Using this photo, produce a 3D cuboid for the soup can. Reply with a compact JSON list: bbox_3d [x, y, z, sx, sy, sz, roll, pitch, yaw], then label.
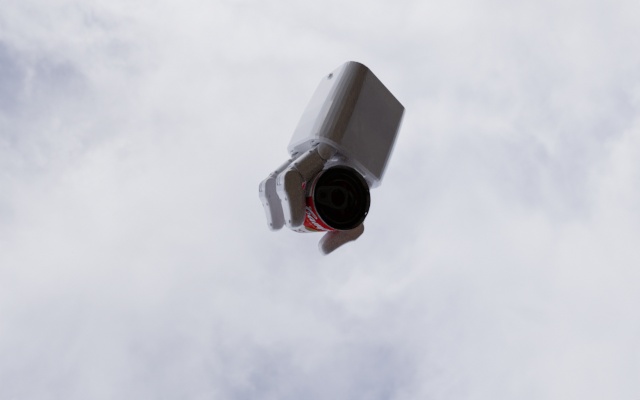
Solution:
[{"bbox_3d":[0.000,0.002,0.532,0.068,0.068,0.102,0,-5,-27],"label":"soup can"}]
